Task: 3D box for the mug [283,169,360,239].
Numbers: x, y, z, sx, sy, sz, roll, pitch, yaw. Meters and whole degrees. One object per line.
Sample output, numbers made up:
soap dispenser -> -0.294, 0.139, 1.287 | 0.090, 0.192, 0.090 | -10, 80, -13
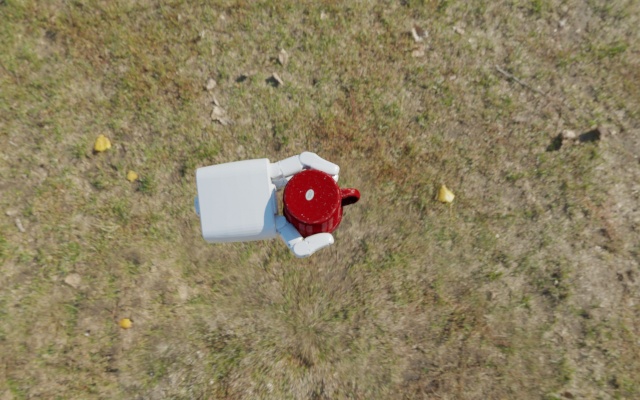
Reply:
mug -> 0.002, 0.002, 0.693 | 0.117, 0.093, 0.081 | -8, -15, -2
